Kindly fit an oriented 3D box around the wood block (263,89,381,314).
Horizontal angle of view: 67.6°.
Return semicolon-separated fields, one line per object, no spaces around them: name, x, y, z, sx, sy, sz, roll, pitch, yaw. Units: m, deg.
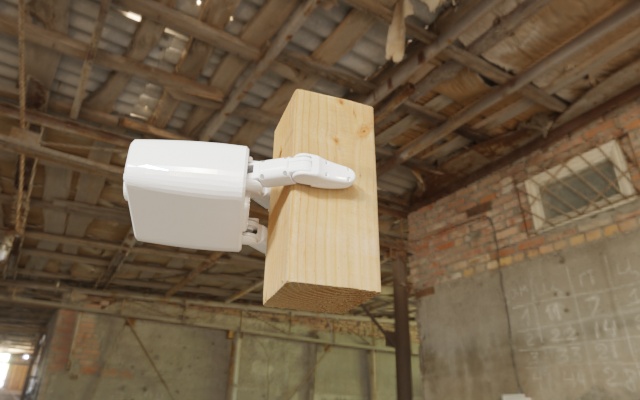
wood block;0.000;0.001;0.493;0.090;0.206;0.091;10;-28;-18
